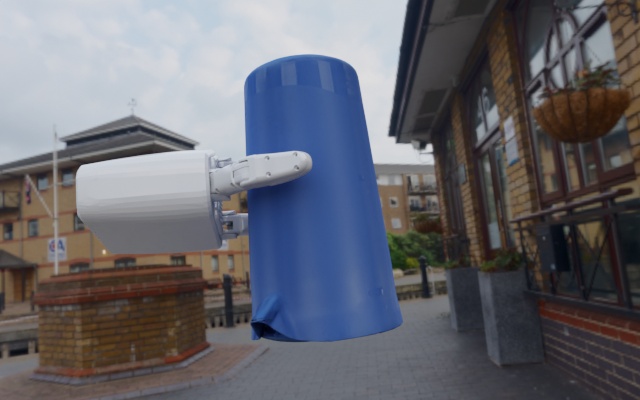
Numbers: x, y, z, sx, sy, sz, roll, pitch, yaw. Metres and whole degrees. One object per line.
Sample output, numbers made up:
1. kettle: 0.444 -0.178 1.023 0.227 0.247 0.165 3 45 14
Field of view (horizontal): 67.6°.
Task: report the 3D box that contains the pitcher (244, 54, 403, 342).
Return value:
1. pitcher: 0.000 0.001 0.443 0.145 0.243 0.149 -5 -7 -5
